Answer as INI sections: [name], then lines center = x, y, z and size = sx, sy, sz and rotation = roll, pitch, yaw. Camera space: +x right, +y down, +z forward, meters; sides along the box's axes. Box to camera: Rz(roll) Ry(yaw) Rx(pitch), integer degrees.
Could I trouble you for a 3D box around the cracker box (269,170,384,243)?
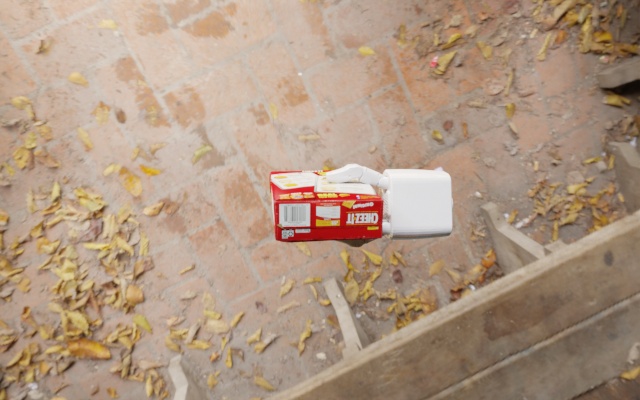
[cracker box]
center = 0.000, 0.002, 0.798
size = 0.164, 0.072, 0.213
rotation = -2, 15, -7
